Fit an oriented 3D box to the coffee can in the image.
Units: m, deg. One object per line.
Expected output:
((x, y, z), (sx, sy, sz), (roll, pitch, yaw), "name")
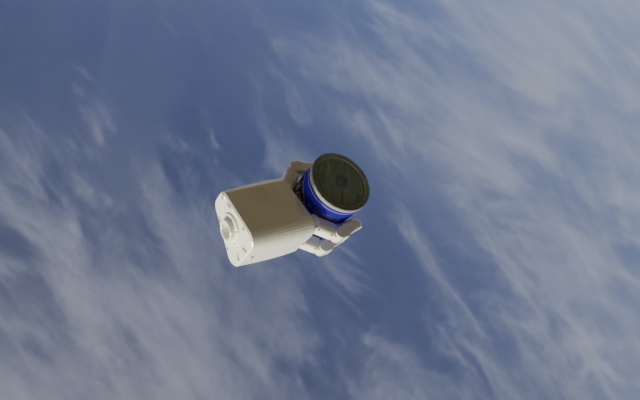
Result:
((0.000, 0.002, 0.782), (0.103, 0.102, 0.140), (0, -28, -31), "coffee can")
